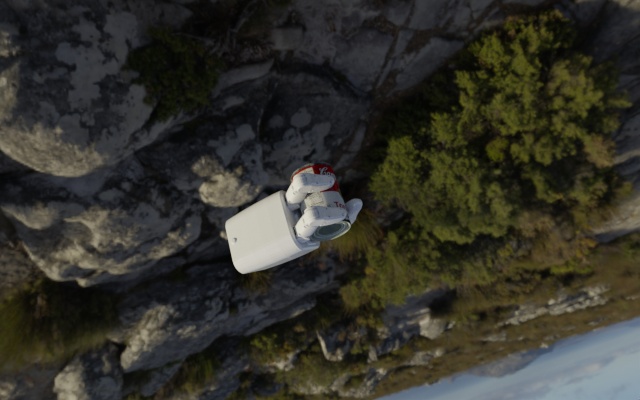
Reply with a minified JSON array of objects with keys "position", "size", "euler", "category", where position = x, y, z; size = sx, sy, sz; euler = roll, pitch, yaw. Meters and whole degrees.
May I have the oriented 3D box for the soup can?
[{"position":[0.001,0.002,0.722],"size":[0.068,0.102,0.068],"euler":[-14,-26,-7],"category":"soup can"}]
